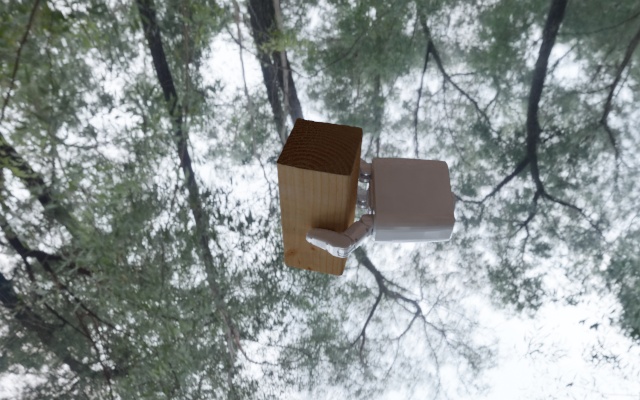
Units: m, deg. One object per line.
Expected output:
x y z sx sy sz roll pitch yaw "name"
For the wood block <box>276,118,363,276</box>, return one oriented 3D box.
0.000 0.003 0.650 0.090 0.090 0.206 10 -42 9 "wood block"
